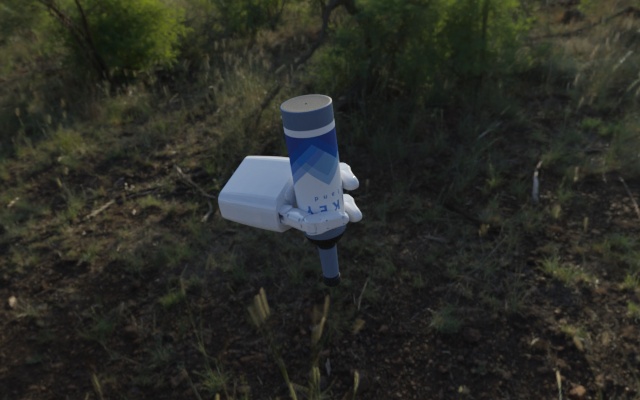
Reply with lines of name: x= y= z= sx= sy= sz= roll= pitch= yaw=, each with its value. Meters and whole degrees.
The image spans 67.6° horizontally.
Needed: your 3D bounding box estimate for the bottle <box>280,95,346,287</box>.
bottle: x=0.000 y=0.002 z=0.680 sx=0.069 sy=0.296 sz=0.069 roll=-6 pitch=30 yaw=4
